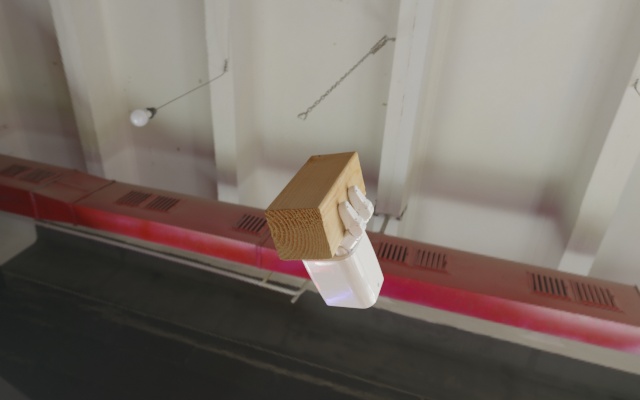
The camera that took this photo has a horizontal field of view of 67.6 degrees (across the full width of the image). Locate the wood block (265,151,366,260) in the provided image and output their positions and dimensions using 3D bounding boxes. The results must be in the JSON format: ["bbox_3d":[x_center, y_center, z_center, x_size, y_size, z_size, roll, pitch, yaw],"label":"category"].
[{"bbox_3d":[0.000,0.003,0.783,0.091,0.090,0.206,-4,26,23],"label":"wood block"}]
